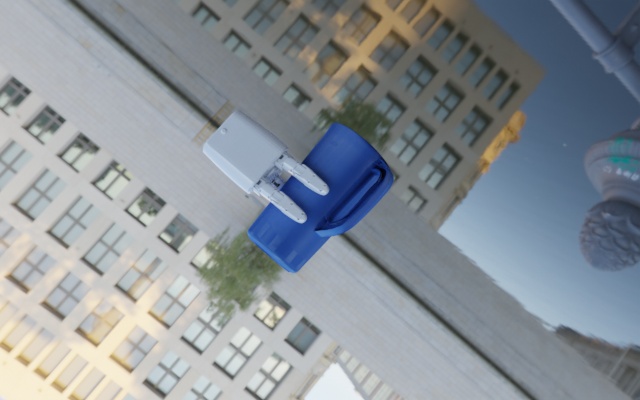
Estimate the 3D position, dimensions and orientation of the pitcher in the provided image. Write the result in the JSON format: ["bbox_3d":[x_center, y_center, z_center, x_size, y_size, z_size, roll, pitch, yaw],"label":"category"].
[{"bbox_3d":[0.000,0.002,0.791,0.145,0.243,0.149,40,-7,4],"label":"pitcher"}]
